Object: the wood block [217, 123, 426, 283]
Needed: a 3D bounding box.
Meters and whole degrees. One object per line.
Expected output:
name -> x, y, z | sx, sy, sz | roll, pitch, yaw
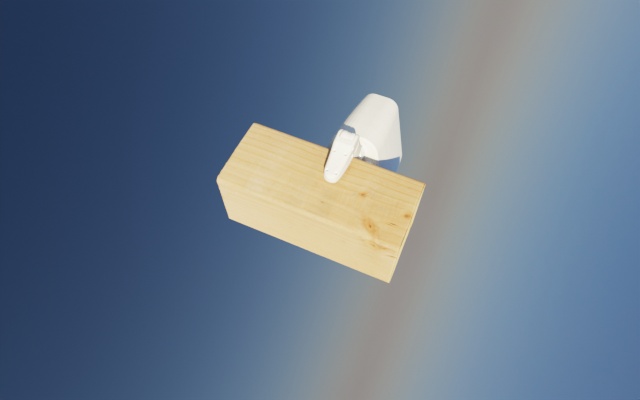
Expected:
wood block -> 0.000, 0.001, 0.542 | 0.206, 0.090, 0.091 | 20, -30, 12
